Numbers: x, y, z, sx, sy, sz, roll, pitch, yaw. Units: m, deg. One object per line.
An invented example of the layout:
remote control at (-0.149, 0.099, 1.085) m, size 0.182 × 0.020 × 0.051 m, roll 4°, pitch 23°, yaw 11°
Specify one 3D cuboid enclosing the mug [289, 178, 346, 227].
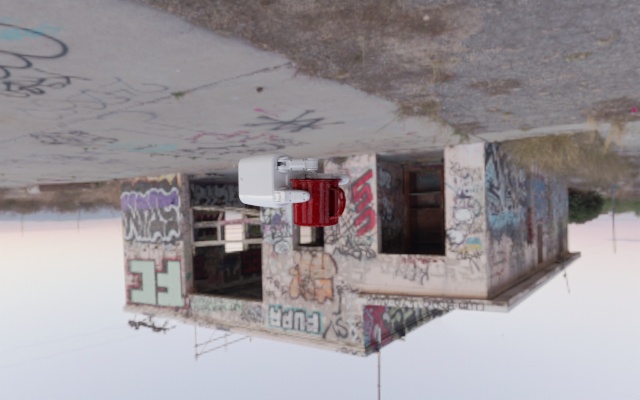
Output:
mug at (0.001, 0.003, 0.838) m, size 0.117 × 0.081 × 0.093 m, roll 3°, pitch 5°, yaw 44°
